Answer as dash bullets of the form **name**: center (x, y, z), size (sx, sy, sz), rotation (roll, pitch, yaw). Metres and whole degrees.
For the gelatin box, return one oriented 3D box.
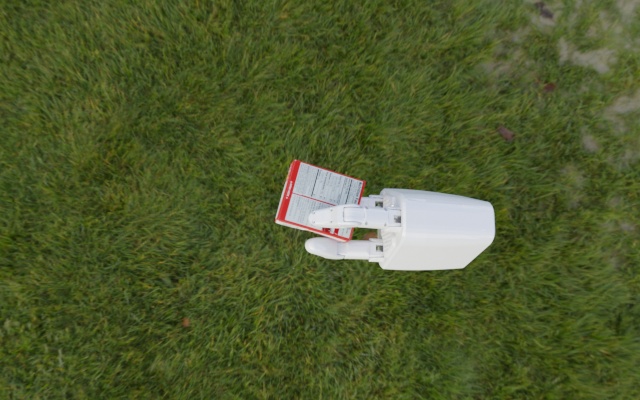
- **gelatin box**: center (0.000, 0.002, 0.548), size (0.089, 0.073, 0.030), rotation (17, -11, -10)
